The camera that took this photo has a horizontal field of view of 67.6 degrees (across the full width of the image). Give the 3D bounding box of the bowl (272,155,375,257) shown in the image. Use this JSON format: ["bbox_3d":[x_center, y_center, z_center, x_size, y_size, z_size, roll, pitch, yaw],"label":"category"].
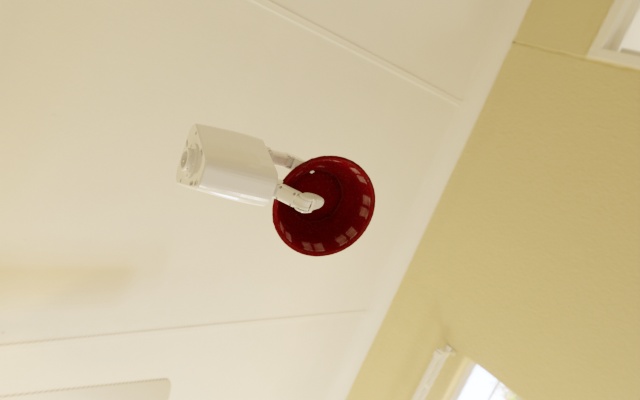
[{"bbox_3d":[0.001,0.003,0.734,0.162,0.162,0.055,0,20,-18],"label":"bowl"}]
